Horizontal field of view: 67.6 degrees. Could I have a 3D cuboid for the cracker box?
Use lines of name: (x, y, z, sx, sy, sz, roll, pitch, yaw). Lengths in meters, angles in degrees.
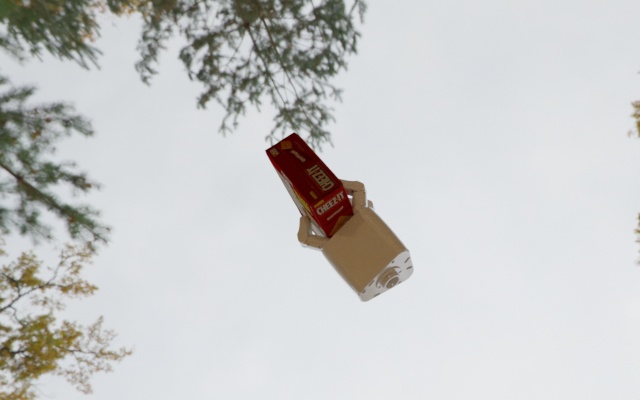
cracker box: (0.000, 0.003, 0.858, 0.072, 0.164, 0.214, -35, -38, -8)
